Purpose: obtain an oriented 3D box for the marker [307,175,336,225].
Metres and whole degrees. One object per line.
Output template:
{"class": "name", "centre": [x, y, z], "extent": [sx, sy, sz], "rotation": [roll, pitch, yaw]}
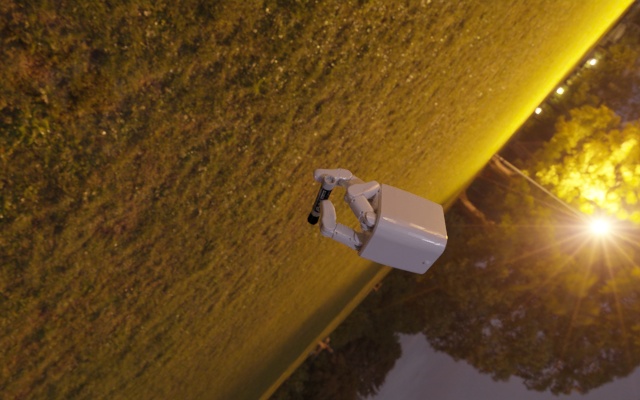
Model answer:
{"class": "marker", "centre": [0.000, 0.002, 0.763], "extent": [0.020, 0.020, 0.121], "rotation": [0, -34, -17]}
